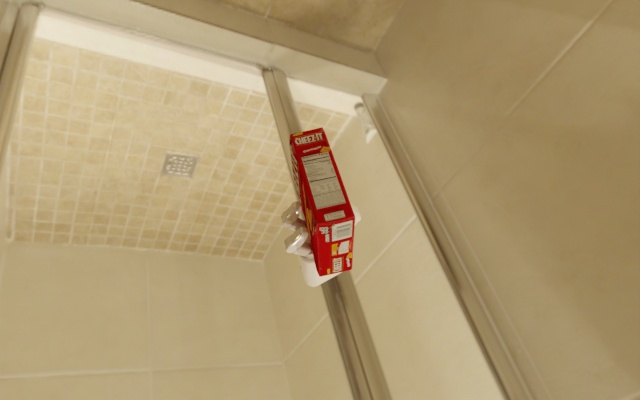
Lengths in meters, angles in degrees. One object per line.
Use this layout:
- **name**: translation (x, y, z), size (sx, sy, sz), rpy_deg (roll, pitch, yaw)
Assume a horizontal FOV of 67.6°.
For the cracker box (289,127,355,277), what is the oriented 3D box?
- **cracker box**: translation (0.000, 0.003, 0.862), size (0.072, 0.213, 0.164), rpy_deg (-12, -38, -8)
